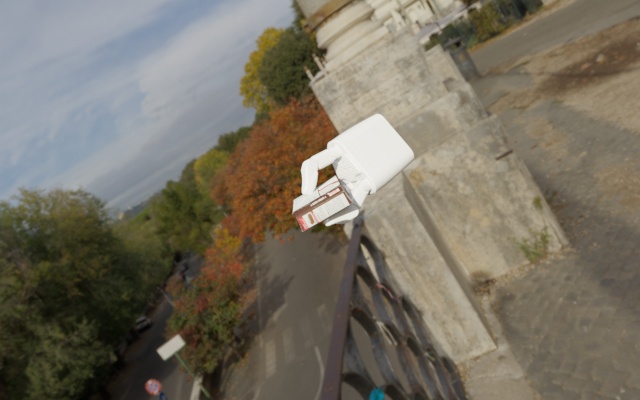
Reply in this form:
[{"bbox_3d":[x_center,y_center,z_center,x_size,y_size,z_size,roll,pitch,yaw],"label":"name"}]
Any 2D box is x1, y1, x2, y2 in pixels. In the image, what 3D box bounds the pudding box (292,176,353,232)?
[{"bbox_3d":[0.000,0.002,0.775,0.090,0.039,0.113,-31,9,3],"label":"pudding box"}]
